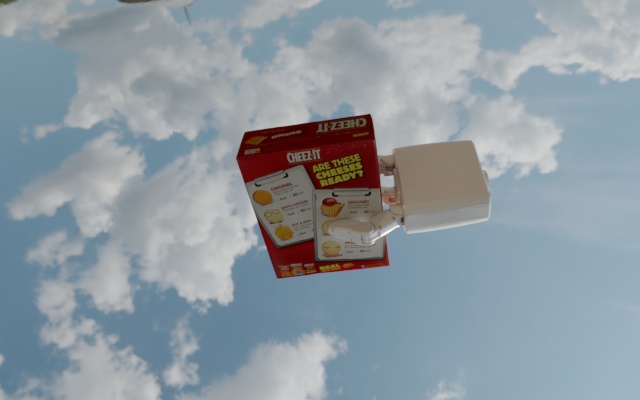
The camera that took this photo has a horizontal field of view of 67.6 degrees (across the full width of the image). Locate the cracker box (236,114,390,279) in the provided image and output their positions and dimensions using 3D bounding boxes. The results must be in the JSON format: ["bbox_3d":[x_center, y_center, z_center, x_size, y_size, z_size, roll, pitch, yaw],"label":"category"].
[{"bbox_3d":[0.000,0.002,0.630,0.164,0.214,0.072,-7,39,6],"label":"cracker box"}]
